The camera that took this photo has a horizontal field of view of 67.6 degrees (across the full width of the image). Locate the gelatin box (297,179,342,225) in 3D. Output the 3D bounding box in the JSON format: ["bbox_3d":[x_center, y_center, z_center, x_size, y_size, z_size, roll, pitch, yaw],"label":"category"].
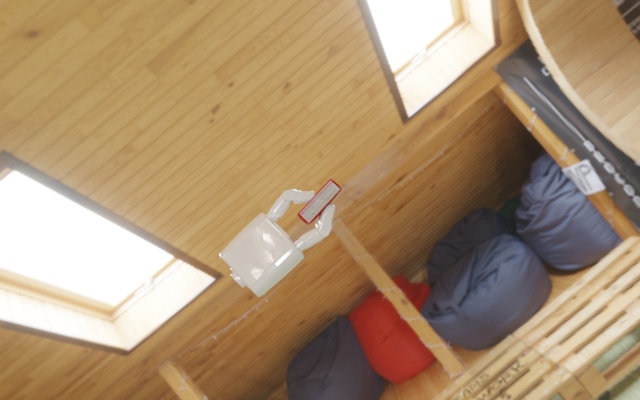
[{"bbox_3d":[0.000,0.002,0.863,0.030,0.089,0.073,42,2,2],"label":"gelatin box"}]
